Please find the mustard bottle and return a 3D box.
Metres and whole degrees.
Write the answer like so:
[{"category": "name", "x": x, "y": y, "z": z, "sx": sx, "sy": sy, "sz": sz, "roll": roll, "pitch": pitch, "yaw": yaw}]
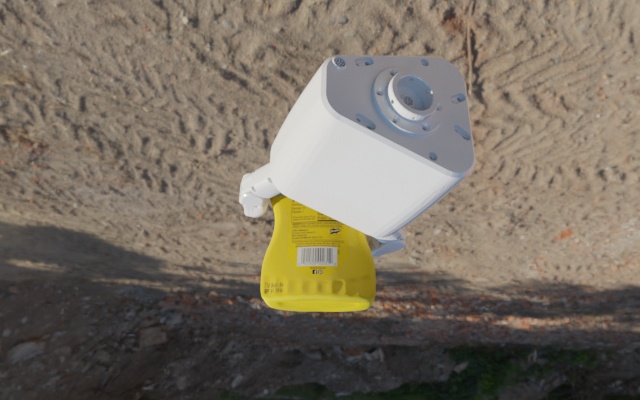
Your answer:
[{"category": "mustard bottle", "x": 0.000, "y": 0.002, "z": 0.437, "sx": 0.096, "sy": 0.191, "sz": 0.058, "roll": -1, "pitch": -25, "yaw": 4}]
